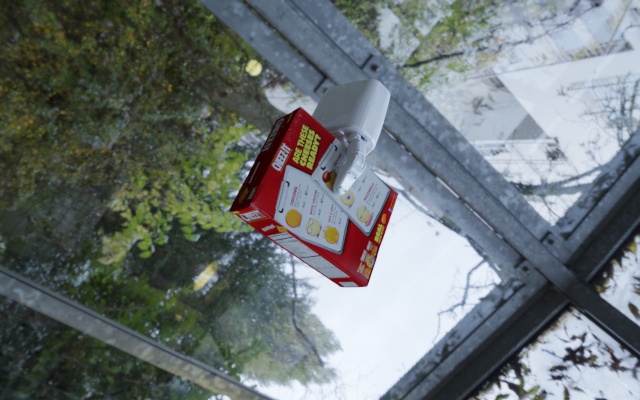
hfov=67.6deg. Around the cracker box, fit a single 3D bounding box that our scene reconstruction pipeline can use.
[{"bbox_3d":[0.000,0.002,0.676,0.214,0.164,0.072,38,-31,-26],"label":"cracker box"}]
